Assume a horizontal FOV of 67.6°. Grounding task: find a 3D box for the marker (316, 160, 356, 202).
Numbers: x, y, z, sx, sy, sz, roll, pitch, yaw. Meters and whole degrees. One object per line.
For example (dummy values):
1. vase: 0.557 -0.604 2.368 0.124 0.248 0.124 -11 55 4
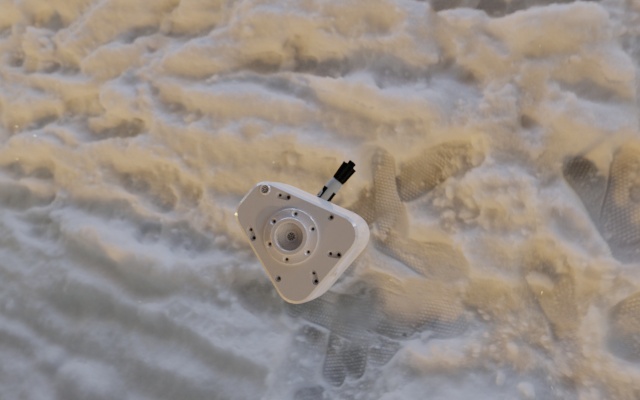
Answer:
1. marker: 0.000 0.002 0.563 0.020 0.121 0.020 39 3 -2
